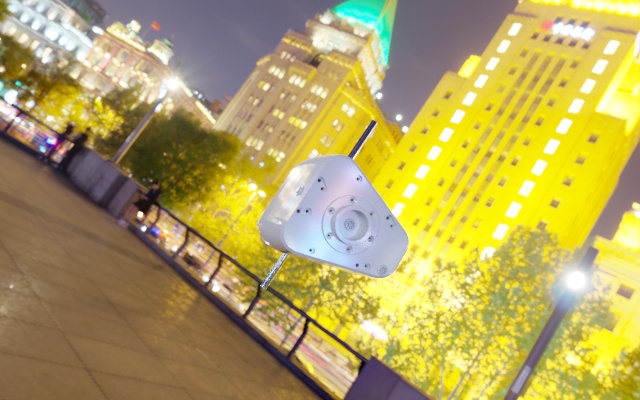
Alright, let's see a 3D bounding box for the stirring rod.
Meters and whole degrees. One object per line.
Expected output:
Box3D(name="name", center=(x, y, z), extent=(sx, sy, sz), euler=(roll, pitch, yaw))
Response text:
Box3D(name="stirring rod", center=(0.000, 0.002, 0.569), extent=(0.011, 0.239, 0.011), euler=(33, -8, 6))
